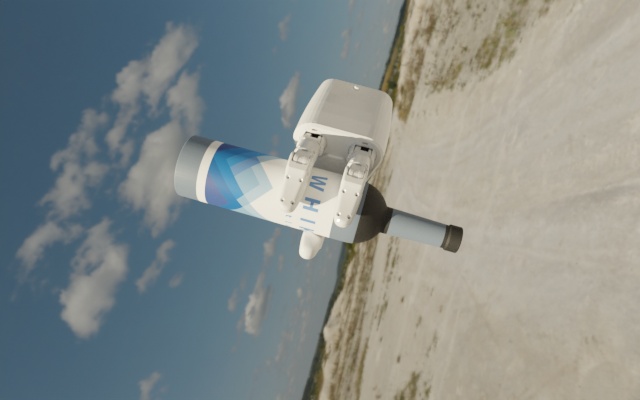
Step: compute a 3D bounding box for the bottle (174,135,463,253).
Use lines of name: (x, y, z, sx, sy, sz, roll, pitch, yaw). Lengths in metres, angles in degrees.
bottle: (0.000, 0.002, 0.498, 0.295, 0.069, 0.069, 15, 1, 4)
